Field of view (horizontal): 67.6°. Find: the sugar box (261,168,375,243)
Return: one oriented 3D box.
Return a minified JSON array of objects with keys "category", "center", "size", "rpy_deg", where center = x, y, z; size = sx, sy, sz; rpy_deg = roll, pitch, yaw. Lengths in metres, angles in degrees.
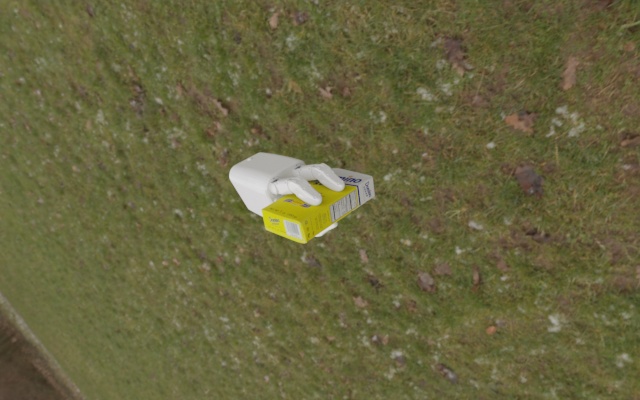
[{"category":"sugar box","center":[0.000,0.002,0.785],"size":[0.093,0.048,0.176],"rpy_deg":[16,39,40]}]
